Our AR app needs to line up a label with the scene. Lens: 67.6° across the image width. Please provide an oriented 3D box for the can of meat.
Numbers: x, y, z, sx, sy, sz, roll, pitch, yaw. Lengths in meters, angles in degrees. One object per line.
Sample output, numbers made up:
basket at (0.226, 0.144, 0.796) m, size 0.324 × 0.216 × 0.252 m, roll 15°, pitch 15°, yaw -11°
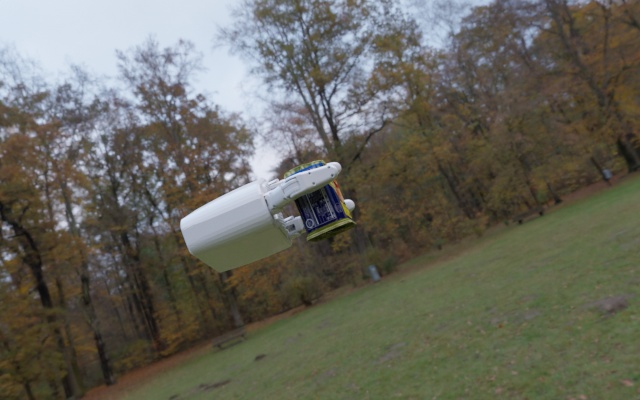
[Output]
can of meat at (0.000, 0.002, 0.592) m, size 0.057 × 0.084 × 0.102 m, roll -24°, pitch -9°, yaw 6°
